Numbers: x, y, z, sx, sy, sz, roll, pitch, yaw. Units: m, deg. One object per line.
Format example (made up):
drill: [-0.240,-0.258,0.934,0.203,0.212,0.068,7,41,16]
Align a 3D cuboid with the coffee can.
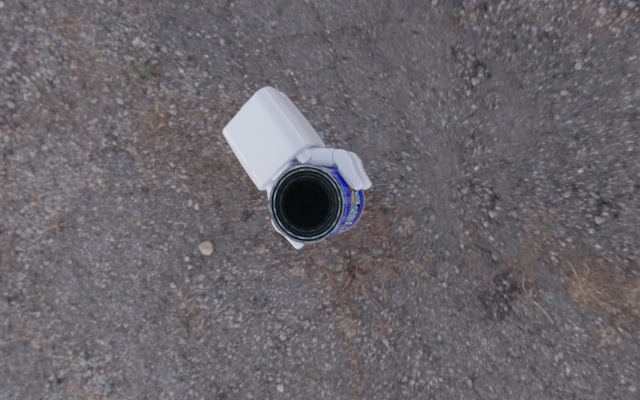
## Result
coffee can: [0.000,0.002,0.678,0.103,0.103,0.140,0,2,16]
